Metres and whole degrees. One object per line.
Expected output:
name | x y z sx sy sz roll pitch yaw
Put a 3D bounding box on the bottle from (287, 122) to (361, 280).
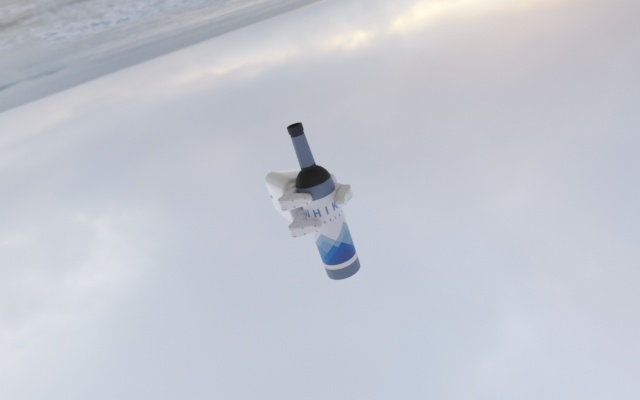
bottle | 0.000 0.003 0.854 0.069 0.296 0.069 -16 22 7
